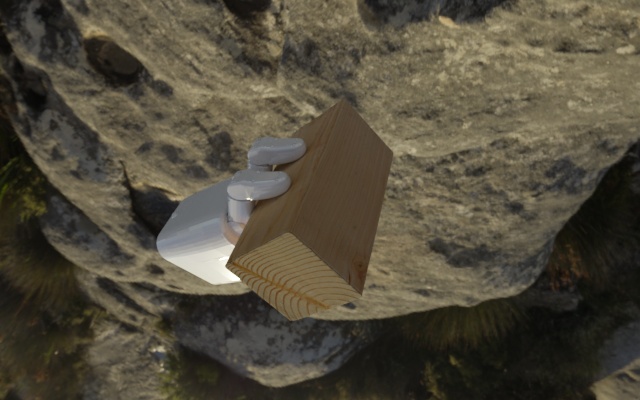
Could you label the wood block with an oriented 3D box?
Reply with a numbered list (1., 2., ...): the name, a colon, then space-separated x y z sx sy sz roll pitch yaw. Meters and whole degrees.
1. wood block: 0.000 0.002 0.479 0.090 0.206 0.091 -29 -63 36
